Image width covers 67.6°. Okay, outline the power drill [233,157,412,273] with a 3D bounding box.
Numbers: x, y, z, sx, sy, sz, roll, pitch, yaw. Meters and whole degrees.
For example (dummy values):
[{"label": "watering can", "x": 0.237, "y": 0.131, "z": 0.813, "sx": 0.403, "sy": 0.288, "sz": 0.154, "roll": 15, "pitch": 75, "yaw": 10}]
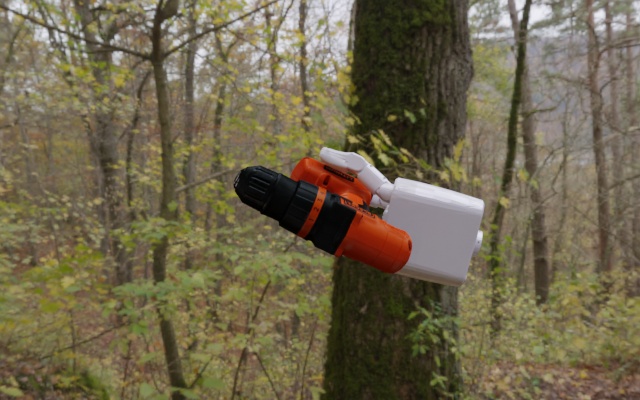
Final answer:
[{"label": "power drill", "x": 0.000, "y": 0.002, "z": 0.527, "sx": 0.184, "sy": 0.057, "sz": 0.187, "roll": 27, "pitch": 13, "yaw": -8}]
